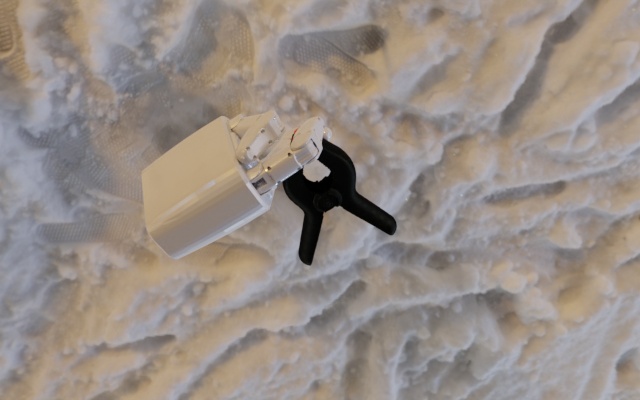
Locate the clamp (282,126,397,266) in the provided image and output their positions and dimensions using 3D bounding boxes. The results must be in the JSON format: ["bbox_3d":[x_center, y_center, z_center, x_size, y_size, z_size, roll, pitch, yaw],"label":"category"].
[{"bbox_3d":[0.000,0.002,0.527,0.120,0.171,0.039,-32,30,6],"label":"clamp"}]
